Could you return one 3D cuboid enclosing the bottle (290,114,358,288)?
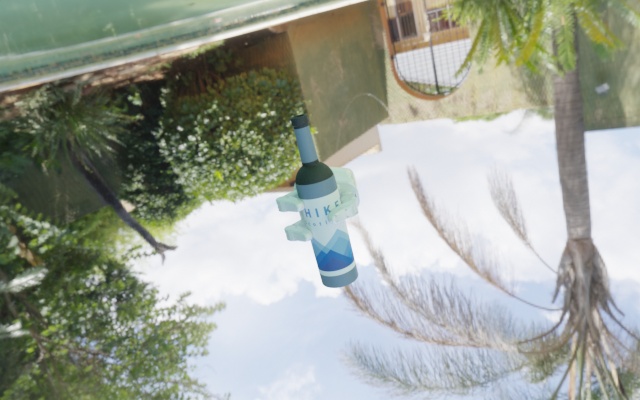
[{"bbox_3d":[0.000,0.003,0.796,0.069,0.296,0.069,-13,19,4],"label":"bottle"}]
